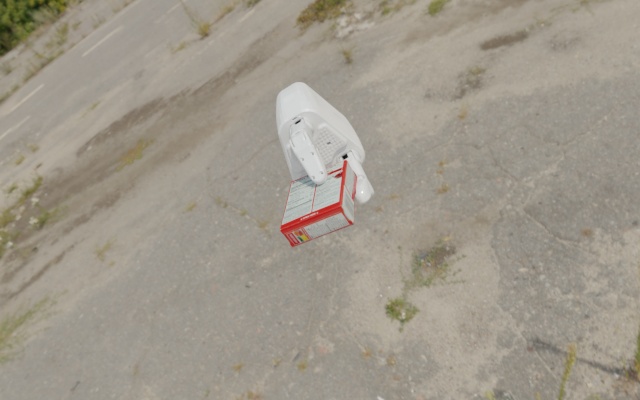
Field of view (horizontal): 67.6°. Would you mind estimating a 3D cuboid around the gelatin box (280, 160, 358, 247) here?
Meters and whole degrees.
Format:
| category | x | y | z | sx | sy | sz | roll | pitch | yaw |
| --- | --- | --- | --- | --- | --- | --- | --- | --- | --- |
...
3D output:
| category | x | y | z | sx | sy | sz | roll | pitch | yaw |
| --- | --- | --- | --- | --- | --- | --- | --- | --- | --- |
| gelatin box | 0.000 | 0.002 | 0.510 | 0.073 | 0.030 | 0.089 | -22 | 31 | 21 |
